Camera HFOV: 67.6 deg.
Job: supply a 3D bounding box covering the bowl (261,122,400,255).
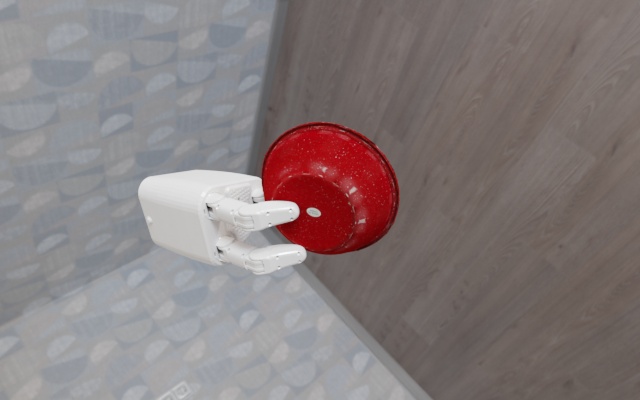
[{"bbox_3d":[0.001,0.002,0.509,0.162,0.162,0.055,0,28,21],"label":"bowl"}]
